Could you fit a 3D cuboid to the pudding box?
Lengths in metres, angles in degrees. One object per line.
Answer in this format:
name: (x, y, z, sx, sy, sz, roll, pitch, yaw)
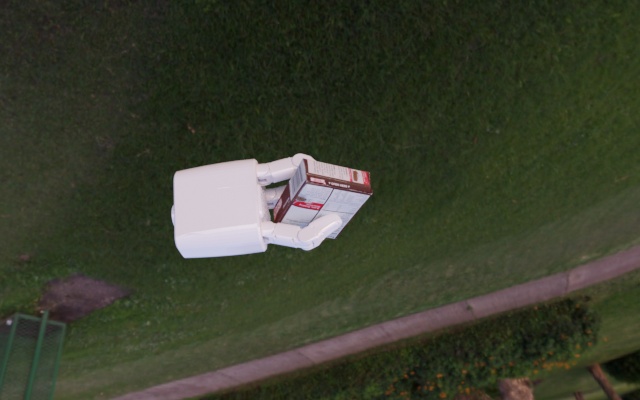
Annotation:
pudding box: (0.000, 0.002, 0.601, 0.090, 0.039, 0.113, 10, -36, -22)
